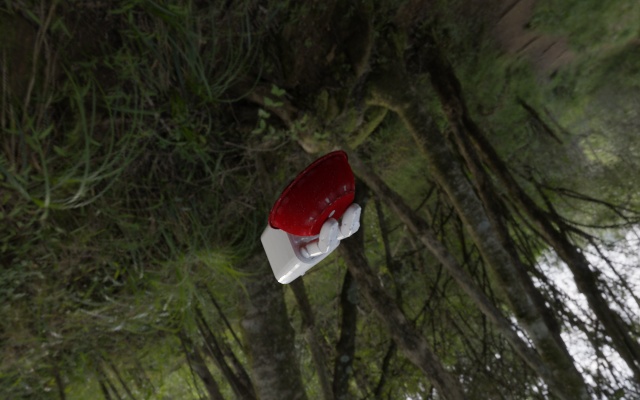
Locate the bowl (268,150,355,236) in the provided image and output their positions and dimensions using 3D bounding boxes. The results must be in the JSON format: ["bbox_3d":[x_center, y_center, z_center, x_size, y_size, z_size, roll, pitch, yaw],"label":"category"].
[{"bbox_3d":[0.001,0.002,0.718,0.055,0.162,0.162,45,17,17],"label":"bowl"}]
